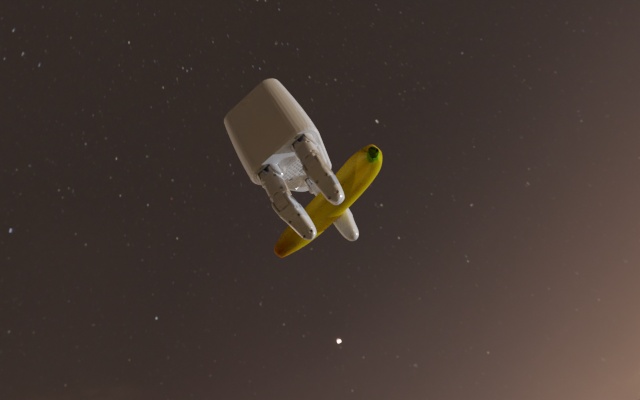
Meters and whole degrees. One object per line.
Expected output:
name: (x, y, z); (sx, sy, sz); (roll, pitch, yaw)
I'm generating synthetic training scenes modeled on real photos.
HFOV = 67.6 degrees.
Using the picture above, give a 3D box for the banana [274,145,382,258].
banana: (0.013, -0.003, 0.561); (0.069, 0.037, 0.198); (-16, -27, -52)
